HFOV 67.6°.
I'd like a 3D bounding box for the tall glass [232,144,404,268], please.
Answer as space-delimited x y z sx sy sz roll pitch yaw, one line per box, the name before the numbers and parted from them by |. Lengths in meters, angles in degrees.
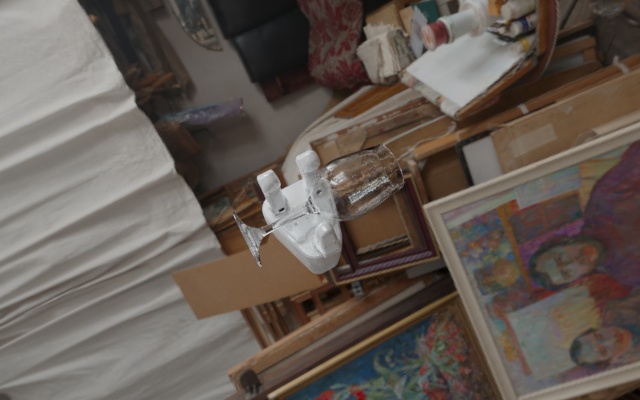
tall glass | 0.000 0.002 0.580 0.201 0.079 0.079 -27 4 -8
